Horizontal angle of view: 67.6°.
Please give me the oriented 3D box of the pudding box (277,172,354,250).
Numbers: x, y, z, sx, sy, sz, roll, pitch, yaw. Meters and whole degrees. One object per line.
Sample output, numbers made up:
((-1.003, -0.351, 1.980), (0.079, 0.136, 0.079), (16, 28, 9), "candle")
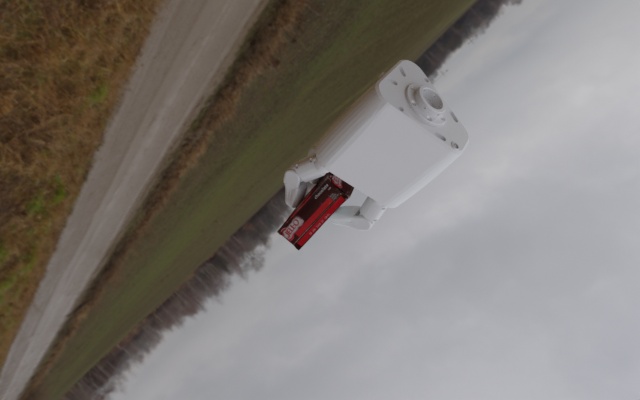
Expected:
((0.000, 0.002, 0.579), (0.039, 0.090, 0.113), (43, 18, -1), "pudding box")
